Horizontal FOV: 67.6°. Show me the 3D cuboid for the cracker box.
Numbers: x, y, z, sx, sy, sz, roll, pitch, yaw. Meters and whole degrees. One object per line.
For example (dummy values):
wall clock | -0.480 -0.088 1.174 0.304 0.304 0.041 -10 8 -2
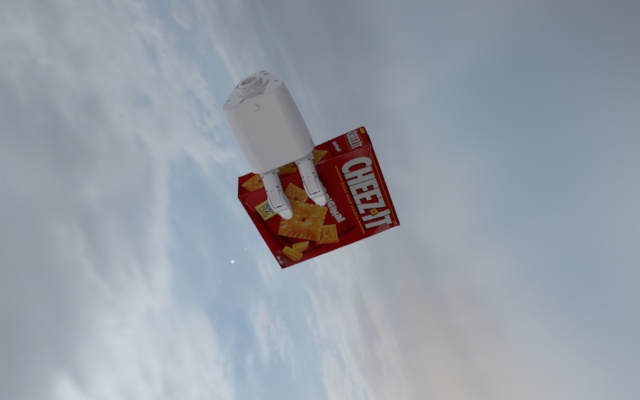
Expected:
cracker box | 0.000 0.002 0.755 0.214 0.164 0.072 -21 34 6
